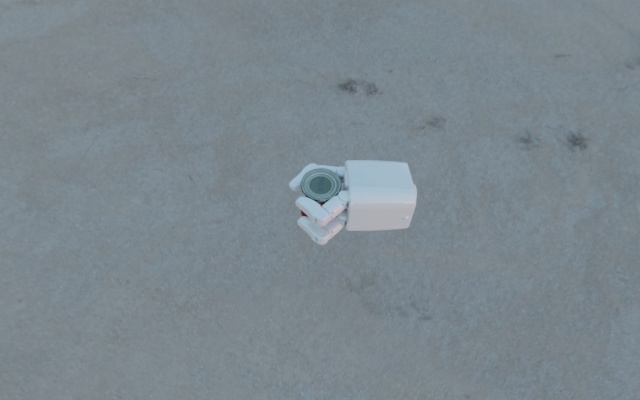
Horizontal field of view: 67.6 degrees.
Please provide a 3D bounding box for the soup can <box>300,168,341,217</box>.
[{"bbox_3d":[0.000,0.002,0.800,0.068,0.068,0.102,0,-35,-1],"label":"soup can"}]
